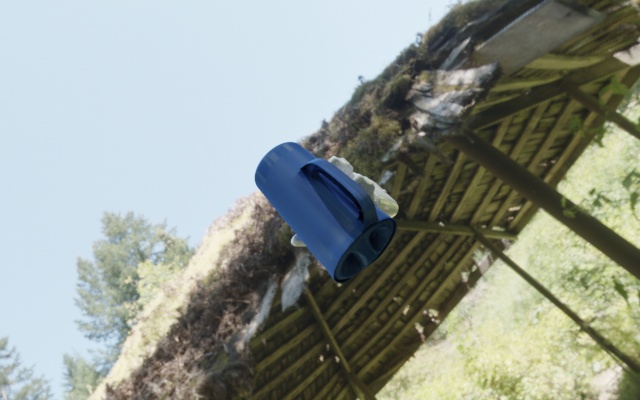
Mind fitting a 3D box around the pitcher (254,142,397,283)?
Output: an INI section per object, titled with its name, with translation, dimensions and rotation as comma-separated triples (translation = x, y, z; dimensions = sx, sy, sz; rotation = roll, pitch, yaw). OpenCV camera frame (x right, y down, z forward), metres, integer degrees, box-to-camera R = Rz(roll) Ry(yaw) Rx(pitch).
[pitcher]
translation = 0.000, 0.003, 0.788
dimensions = 0.242, 0.149, 0.145
rotation = 44, 15, 27
